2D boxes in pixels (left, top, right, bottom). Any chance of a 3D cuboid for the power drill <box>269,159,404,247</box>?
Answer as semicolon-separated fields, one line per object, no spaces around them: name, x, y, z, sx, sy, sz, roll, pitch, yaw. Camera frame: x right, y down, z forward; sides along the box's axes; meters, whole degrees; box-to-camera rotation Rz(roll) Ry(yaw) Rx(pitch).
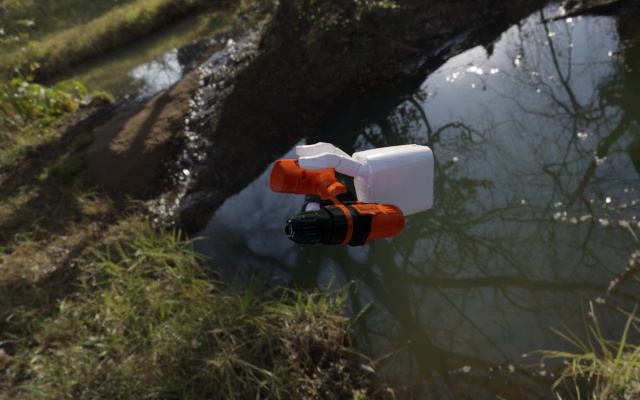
power drill;0.000;0.002;0.682;0.184;0.057;0.187;-1;29;-35
